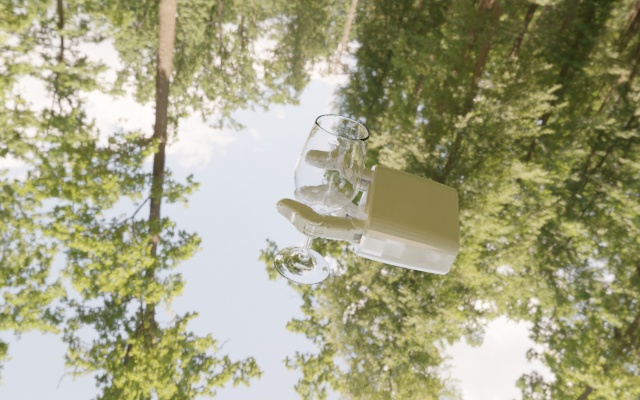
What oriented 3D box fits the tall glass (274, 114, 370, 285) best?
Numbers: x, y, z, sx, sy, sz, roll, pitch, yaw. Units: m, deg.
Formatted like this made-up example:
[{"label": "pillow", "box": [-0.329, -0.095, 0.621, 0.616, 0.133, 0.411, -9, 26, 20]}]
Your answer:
[{"label": "tall glass", "box": [0.000, 0.002, 0.567, 0.079, 0.201, 0.079, 12, 31, -7]}]
